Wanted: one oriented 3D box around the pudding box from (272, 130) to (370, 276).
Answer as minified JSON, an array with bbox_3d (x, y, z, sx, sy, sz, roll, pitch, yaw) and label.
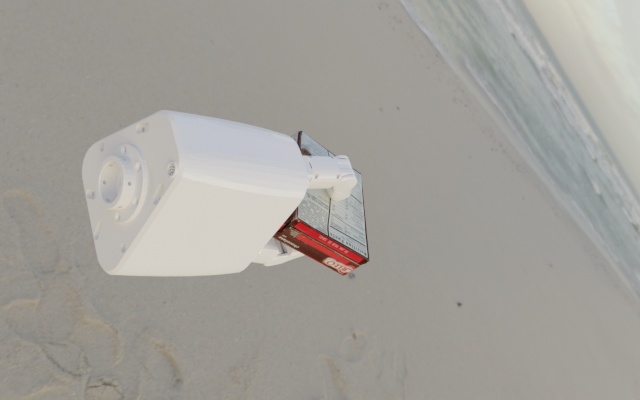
[{"bbox_3d":[0.000,0.001,0.441,0.090,0.113,0.039,33,-50,-32],"label":"pudding box"}]
